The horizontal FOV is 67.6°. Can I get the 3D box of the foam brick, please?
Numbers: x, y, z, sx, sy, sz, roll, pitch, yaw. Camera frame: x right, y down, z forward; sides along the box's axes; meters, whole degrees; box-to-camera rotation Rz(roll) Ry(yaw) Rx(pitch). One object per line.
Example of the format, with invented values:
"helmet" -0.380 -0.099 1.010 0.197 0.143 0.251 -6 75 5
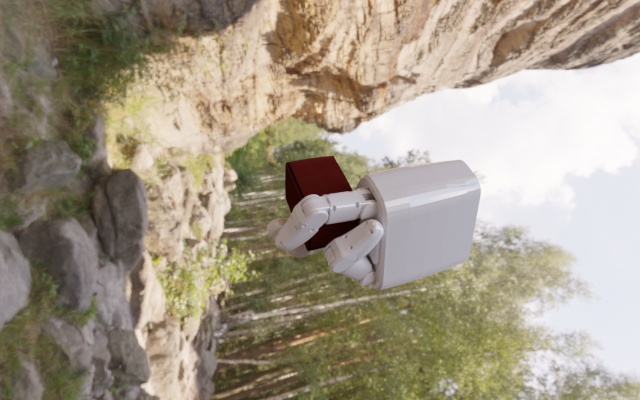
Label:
"foam brick" 0.000 0.001 0.476 0.051 0.078 0.053 -13 -39 -16
